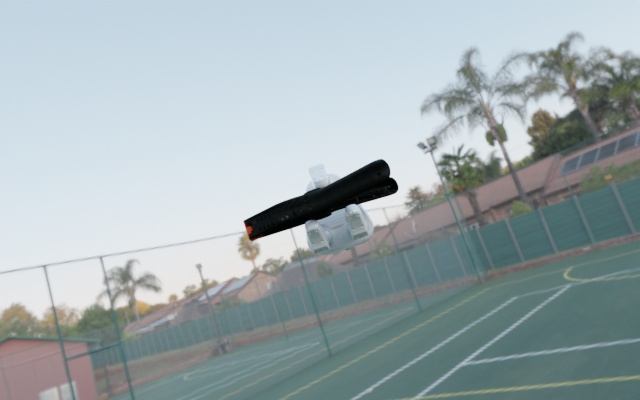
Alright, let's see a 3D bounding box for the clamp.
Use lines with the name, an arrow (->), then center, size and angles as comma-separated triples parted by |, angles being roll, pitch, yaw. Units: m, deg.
clamp -> -0.001, 0.001, 0.594 | 0.210, 0.036, 0.164 | -19, -10, 3
